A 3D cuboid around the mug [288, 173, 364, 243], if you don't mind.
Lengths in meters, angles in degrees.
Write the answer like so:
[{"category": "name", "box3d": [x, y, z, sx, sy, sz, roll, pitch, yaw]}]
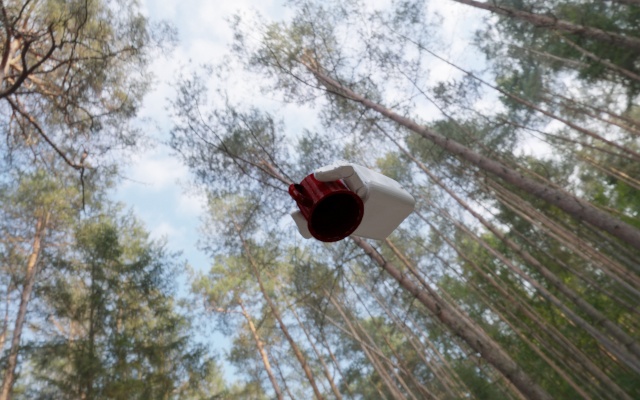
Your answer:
[{"category": "mug", "box3d": [-0.001, 0.002, 0.744, 0.117, 0.093, 0.081, 18, 21, -32]}]
